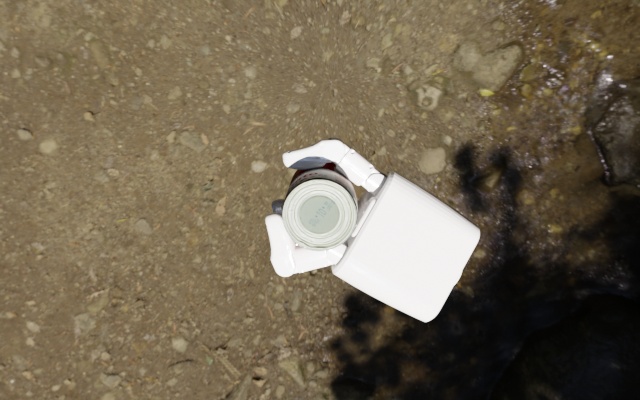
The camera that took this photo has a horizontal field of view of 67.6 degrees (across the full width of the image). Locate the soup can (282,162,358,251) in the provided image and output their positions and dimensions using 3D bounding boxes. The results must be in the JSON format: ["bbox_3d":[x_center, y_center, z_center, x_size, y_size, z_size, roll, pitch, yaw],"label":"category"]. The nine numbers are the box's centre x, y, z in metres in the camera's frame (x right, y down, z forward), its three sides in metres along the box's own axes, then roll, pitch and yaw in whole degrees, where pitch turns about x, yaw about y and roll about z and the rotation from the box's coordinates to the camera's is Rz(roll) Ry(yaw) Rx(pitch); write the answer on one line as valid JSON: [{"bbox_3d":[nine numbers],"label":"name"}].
[{"bbox_3d":[0.000,0.001,0.459,0.068,0.068,0.102,0,14,1],"label":"soup can"}]
